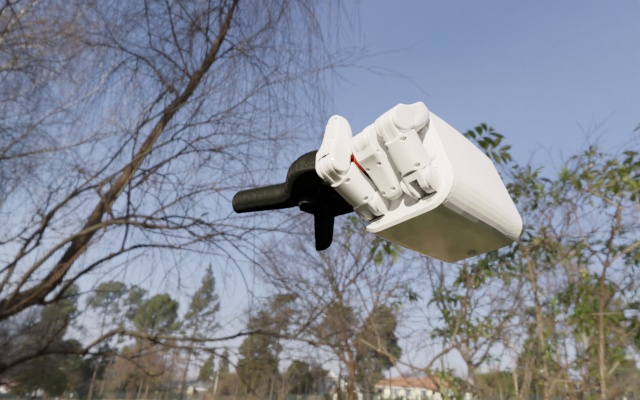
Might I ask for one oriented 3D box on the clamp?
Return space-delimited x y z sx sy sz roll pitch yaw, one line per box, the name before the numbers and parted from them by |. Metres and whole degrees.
clamp | 0.000 0.001 0.475 0.120 0.039 0.171 27 -33 -30
